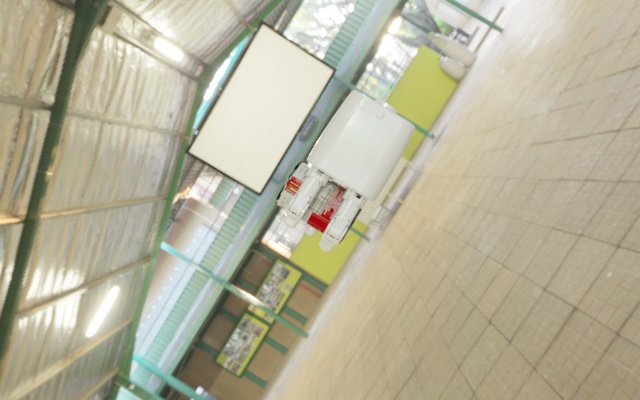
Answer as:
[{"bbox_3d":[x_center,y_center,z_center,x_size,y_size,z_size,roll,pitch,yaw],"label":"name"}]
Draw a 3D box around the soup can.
[{"bbox_3d":[0.000,0.002,0.632,0.102,0.068,0.068,32,1,2],"label":"soup can"}]
